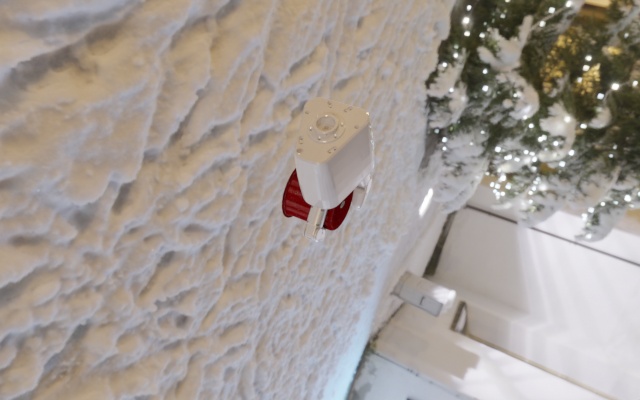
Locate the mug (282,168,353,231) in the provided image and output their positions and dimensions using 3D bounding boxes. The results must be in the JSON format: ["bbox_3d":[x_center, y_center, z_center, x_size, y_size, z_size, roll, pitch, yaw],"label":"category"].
[{"bbox_3d":[0.000,0.003,0.747,0.081,0.093,0.117,21,-26,20],"label":"mug"}]
